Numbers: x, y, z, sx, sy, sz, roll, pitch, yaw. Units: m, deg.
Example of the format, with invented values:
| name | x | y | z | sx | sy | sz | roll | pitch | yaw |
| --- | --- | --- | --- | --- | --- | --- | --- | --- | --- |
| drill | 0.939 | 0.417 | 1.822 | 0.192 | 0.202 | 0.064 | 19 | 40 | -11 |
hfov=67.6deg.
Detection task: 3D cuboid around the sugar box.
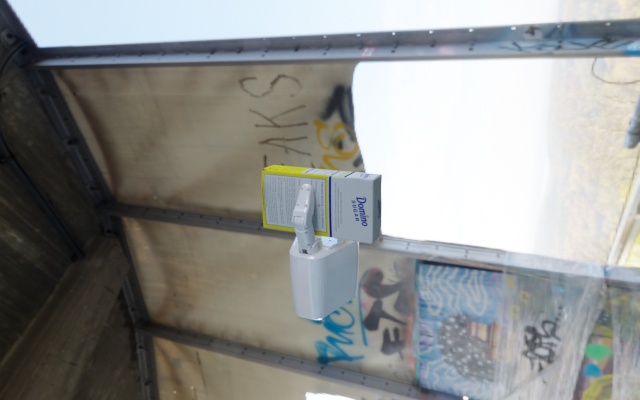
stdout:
| name | x | y | z | sx | sy | sz | roll | pitch | yaw |
| --- | --- | --- | --- | --- | --- | --- | --- | --- | --- |
| sugar box | 0.000 | 0.002 | 0.690 | 0.176 | 0.093 | 0.048 | 7 | 18 | 22 |
